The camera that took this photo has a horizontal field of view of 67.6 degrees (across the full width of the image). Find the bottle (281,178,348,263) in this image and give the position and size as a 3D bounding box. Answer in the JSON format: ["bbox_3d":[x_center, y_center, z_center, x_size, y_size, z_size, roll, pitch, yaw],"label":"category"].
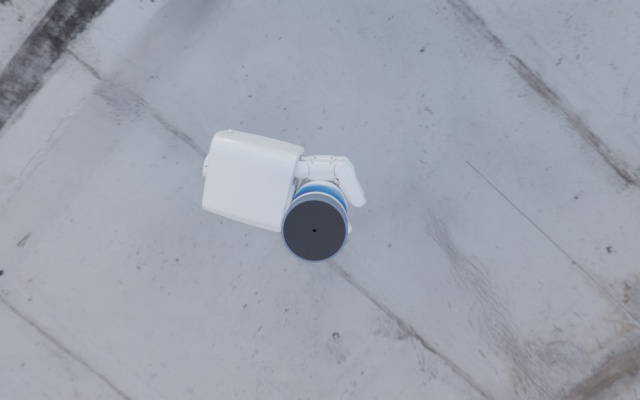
[{"bbox_3d":[0.000,0.002,0.613,0.069,0.069,0.295,0,11,2],"label":"bottle"}]
